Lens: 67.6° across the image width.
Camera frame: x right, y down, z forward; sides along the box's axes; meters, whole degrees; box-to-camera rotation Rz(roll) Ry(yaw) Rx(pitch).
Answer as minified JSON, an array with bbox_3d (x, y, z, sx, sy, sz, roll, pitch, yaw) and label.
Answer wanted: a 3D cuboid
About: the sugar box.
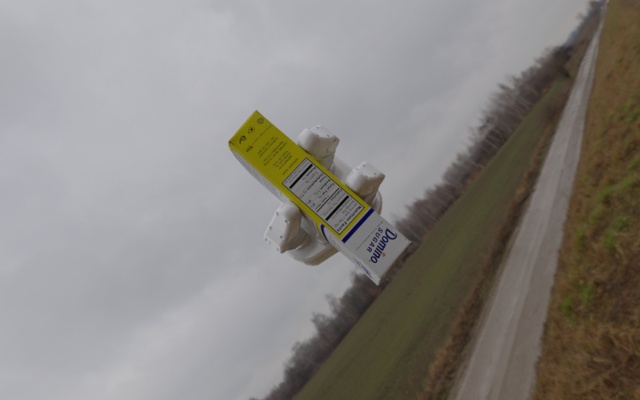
[{"bbox_3d":[0.000,0.001,0.432,0.176,0.048,0.093,39,-7,12],"label":"sugar box"}]
